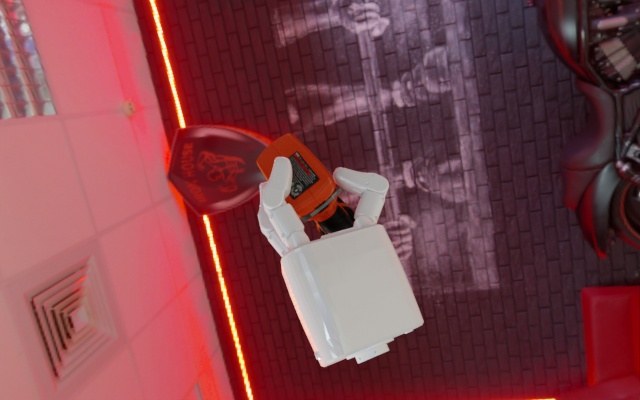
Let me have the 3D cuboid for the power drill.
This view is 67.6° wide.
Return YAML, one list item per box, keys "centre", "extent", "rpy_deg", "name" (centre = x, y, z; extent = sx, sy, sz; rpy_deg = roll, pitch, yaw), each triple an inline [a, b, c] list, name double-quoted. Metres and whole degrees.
- centre: [0.000, 0.002, 0.578]
  extent: [0.184, 0.057, 0.188]
  rpy_deg: [49, 1, 38]
  name: "power drill"
